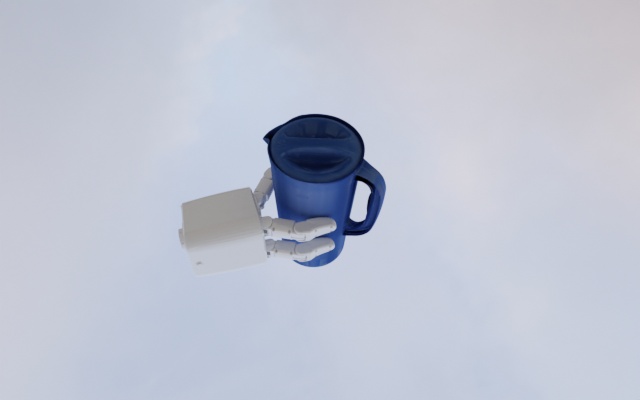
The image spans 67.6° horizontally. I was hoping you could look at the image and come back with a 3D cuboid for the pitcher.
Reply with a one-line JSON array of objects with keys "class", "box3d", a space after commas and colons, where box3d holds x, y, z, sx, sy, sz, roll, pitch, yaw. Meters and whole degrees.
[{"class": "pitcher", "box3d": [0.000, 0.002, 0.731, 0.145, 0.149, 0.243, -14, -37, -12]}]
